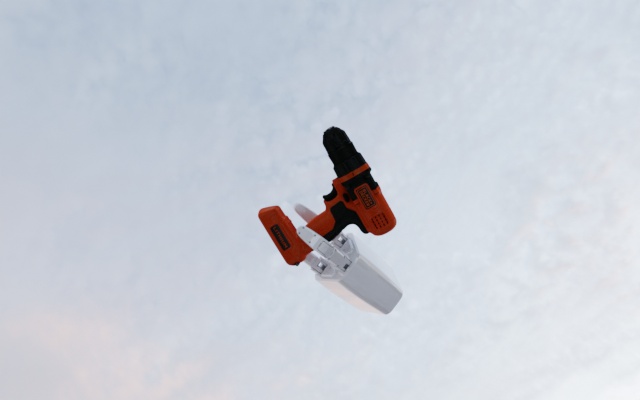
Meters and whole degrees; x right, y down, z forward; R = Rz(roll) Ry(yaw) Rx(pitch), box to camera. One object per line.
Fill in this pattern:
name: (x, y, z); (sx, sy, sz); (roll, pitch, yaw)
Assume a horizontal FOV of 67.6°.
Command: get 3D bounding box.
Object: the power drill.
power drill: (0.000, 0.003, 0.743); (0.187, 0.184, 0.057); (-29, 3, 11)
